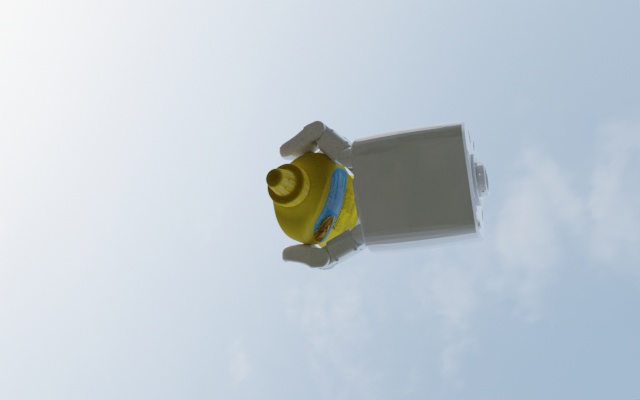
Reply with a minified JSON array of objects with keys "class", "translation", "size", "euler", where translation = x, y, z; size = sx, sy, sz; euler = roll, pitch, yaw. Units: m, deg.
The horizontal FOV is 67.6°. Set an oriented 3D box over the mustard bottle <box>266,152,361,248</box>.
[{"class":"mustard bottle","translation":[0.000,0.002,0.512],"size":[0.058,0.096,0.192],"euler":[18,-5,29]}]
